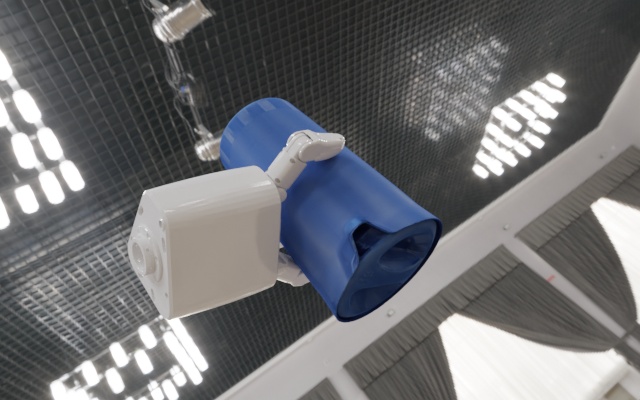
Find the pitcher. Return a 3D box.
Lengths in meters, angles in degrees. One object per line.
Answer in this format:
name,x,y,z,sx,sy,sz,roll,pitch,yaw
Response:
pitcher,0.000,0.002,0.512,0.145,0.149,0.242,-15,49,-40
